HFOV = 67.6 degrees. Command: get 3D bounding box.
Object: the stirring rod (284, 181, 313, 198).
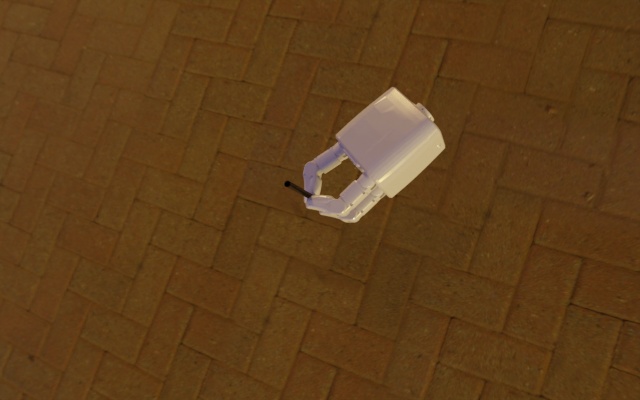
[{"bbox_3d":[0.000,0.002,0.688,0.011,0.011,0.239,0,-11,20],"label":"stirring rod"}]
